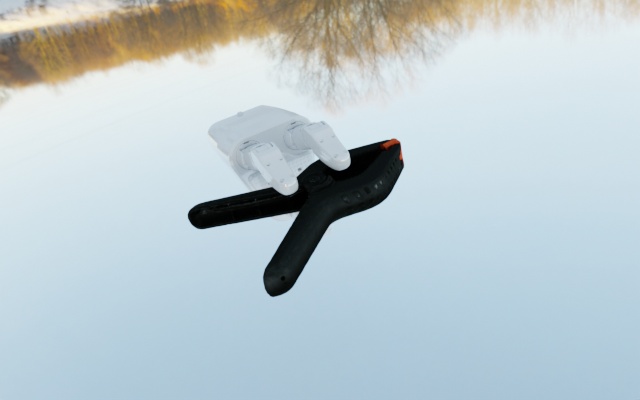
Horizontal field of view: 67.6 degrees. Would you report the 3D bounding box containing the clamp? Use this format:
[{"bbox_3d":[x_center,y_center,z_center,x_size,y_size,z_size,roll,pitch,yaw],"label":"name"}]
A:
[{"bbox_3d":[0.001,0.002,0.425,0.210,0.036,0.164,-25,31,-19],"label":"clamp"}]
